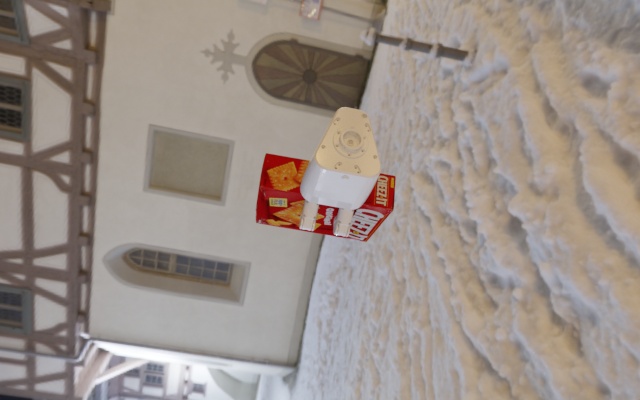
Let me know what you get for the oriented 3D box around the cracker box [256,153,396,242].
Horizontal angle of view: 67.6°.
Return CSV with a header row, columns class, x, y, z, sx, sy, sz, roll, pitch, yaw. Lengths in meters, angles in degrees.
class,x,y,z,sx,sy,sz,roll,pitch,yaw
cracker box,0.000,0.002,0.815,0.214,0.072,0.164,10,-24,-7
